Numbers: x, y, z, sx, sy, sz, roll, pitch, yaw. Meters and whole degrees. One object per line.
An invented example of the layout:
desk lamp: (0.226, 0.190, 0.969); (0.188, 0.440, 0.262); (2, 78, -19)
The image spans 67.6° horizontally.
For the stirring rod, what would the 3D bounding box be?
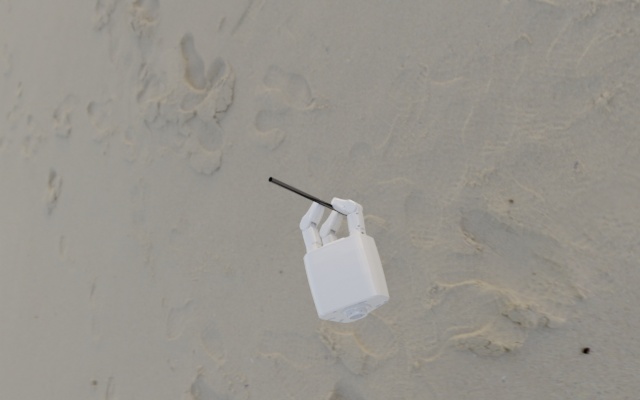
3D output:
stirring rod: (0.000, 0.003, 0.794); (0.011, 0.011, 0.239); (0, -16, 40)
